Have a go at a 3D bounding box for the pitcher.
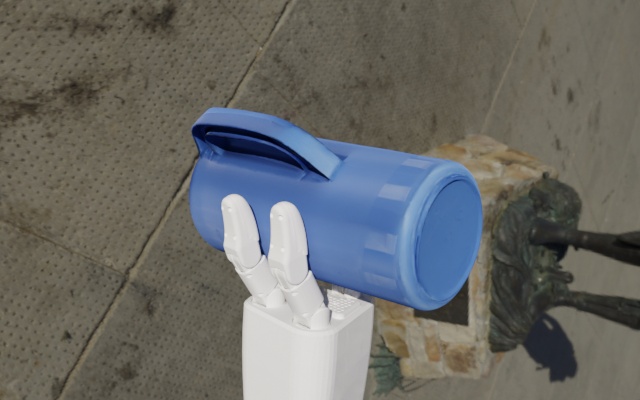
[{"bbox_3d":[0.000,0.002,0.405,0.243,0.145,0.149,12,11,43],"label":"pitcher"}]
